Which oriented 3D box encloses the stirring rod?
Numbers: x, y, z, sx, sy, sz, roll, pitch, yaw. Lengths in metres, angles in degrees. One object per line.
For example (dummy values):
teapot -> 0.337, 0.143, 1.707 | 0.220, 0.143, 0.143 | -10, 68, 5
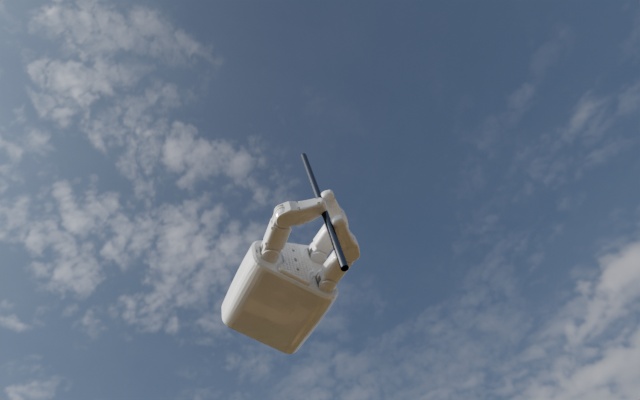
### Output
stirring rod -> 0.000, 0.002, 0.557 | 0.011, 0.011, 0.239 | 0, 32, -13
